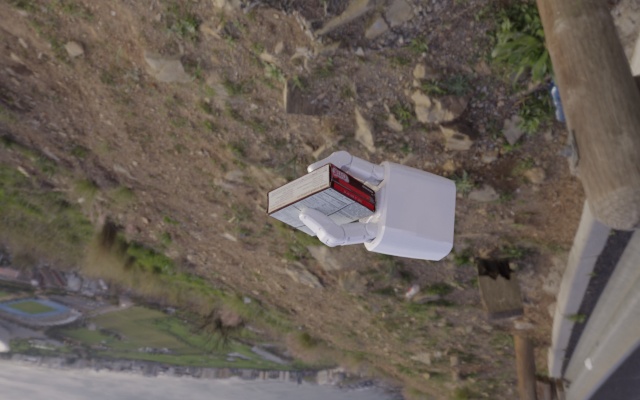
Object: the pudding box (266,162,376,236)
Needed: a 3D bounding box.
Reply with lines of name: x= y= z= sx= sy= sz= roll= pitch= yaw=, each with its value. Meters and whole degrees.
pudding box: x=0.000 y=0.002 z=0.610 sx=0.113 sy=0.039 sz=0.090 roll=-24 pitch=-38 yaw=35
